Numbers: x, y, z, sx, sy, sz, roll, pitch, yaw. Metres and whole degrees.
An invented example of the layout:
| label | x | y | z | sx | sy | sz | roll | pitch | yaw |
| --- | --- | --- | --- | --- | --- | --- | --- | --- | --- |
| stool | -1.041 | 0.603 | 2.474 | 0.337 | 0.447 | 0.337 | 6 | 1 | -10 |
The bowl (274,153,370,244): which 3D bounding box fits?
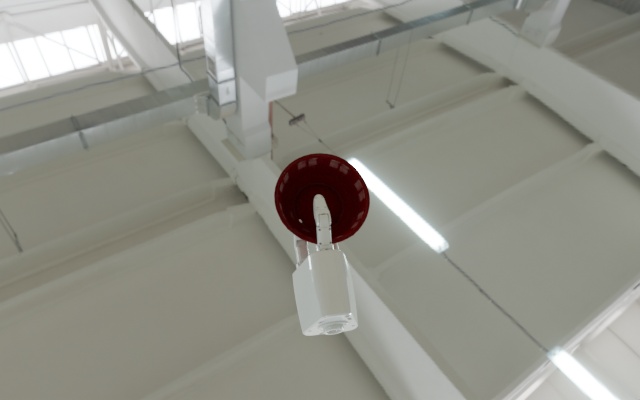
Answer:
| label | x | y | z | sx | sy | sz | roll | pitch | yaw |
| --- | --- | --- | --- | --- | --- | --- | --- | --- | --- |
| bowl | 0.000 | 0.002 | 0.821 | 0.162 | 0.162 | 0.055 | 0 | -18 | -9 |
